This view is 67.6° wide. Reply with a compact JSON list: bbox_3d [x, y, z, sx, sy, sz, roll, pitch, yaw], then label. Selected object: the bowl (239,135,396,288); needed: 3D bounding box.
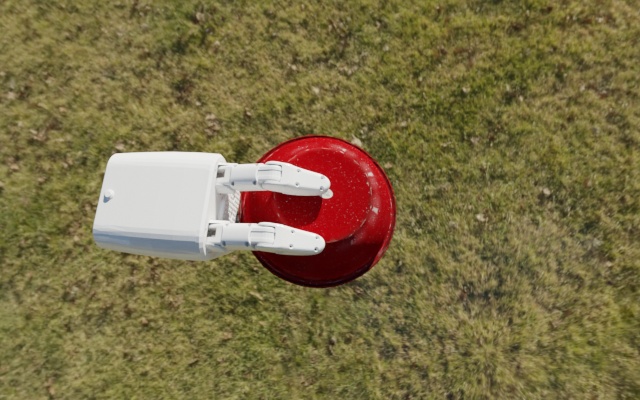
[{"bbox_3d":[0.001,0.001,0.464,0.162,0.162,0.055,0,-15,-5],"label":"bowl"}]
